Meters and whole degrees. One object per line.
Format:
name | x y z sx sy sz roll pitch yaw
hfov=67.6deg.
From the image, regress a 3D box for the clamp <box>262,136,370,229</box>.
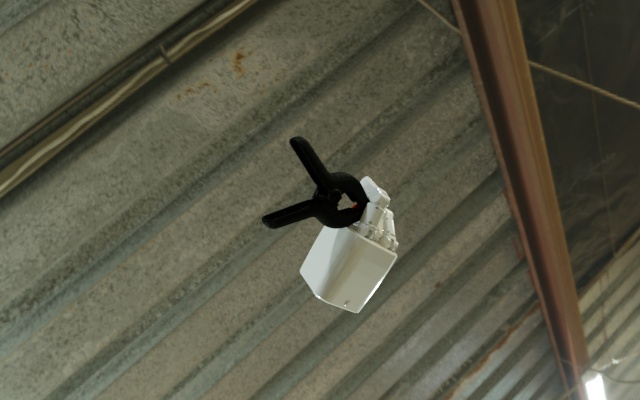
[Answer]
clamp | 0.000 0.002 0.642 0.171 0.120 0.039 29 2 -37
